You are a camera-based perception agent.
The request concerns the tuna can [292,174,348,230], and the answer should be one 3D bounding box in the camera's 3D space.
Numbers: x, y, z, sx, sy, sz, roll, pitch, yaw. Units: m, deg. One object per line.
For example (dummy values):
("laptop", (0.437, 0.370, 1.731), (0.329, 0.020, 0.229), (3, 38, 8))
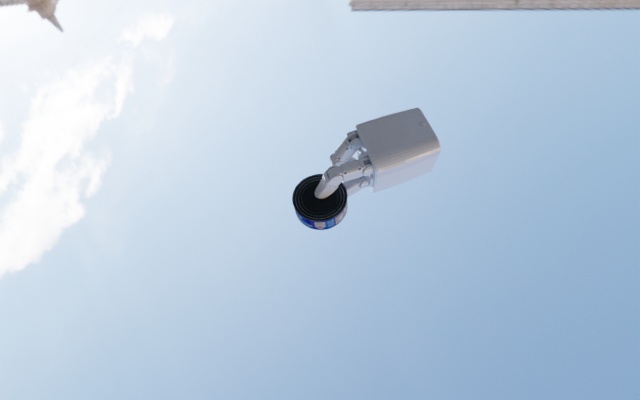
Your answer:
("tuna can", (0.000, 0.003, 0.747), (0.086, 0.086, 0.034), (0, -31, 5))
